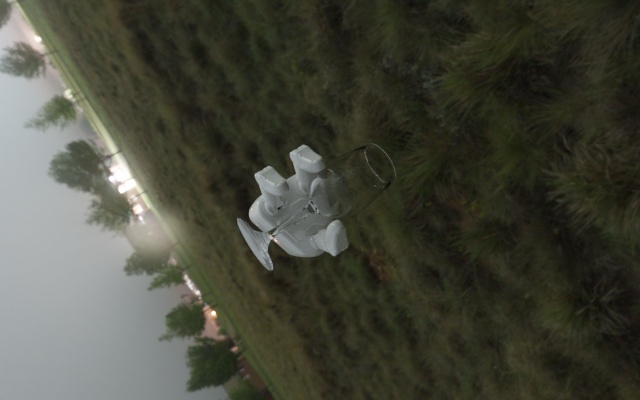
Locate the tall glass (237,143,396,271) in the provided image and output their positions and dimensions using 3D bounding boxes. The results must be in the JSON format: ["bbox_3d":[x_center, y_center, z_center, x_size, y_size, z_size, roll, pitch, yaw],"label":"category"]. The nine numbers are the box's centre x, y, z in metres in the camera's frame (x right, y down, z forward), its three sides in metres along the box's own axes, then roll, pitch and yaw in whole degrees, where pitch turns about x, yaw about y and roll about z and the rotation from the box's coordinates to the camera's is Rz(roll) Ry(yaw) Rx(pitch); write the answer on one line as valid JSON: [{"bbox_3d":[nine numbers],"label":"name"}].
[{"bbox_3d":[0.000,0.002,0.601,0.201,0.079,0.079,-33,12,-19],"label":"tall glass"}]
